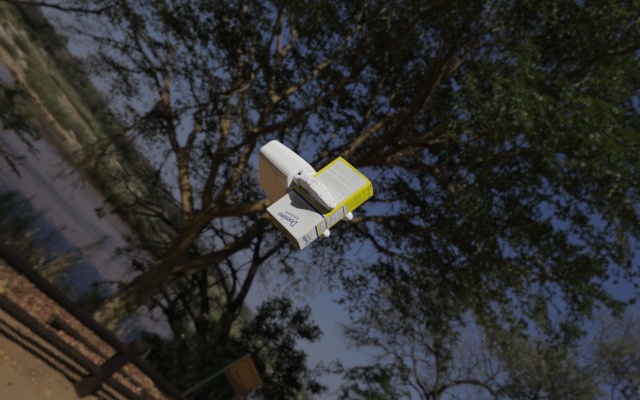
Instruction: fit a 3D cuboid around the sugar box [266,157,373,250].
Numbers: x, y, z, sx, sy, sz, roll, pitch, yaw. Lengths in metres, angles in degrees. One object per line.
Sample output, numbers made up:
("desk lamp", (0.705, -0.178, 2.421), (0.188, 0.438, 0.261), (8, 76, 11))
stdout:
("sugar box", (0.000, 0.003, 0.867), (0.093, 0.176, 0.048), (43, -19, 33))
